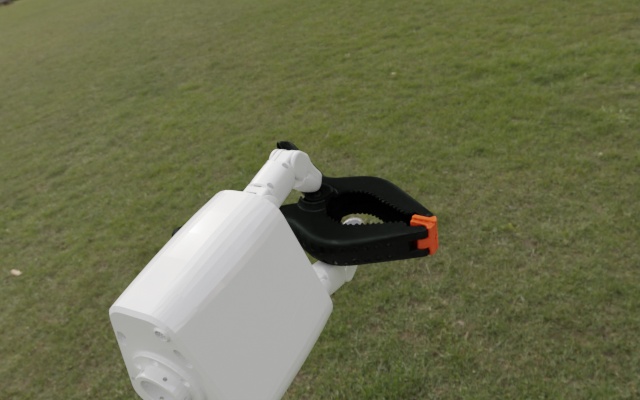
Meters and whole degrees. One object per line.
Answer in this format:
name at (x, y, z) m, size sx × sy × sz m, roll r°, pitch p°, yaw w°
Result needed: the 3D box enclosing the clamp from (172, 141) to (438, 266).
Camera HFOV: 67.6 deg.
clamp at (0.000, 0.001, 0.405) m, size 0.210 × 0.036 × 0.164 m, roll 7°, pitch 41°, yaw 27°
